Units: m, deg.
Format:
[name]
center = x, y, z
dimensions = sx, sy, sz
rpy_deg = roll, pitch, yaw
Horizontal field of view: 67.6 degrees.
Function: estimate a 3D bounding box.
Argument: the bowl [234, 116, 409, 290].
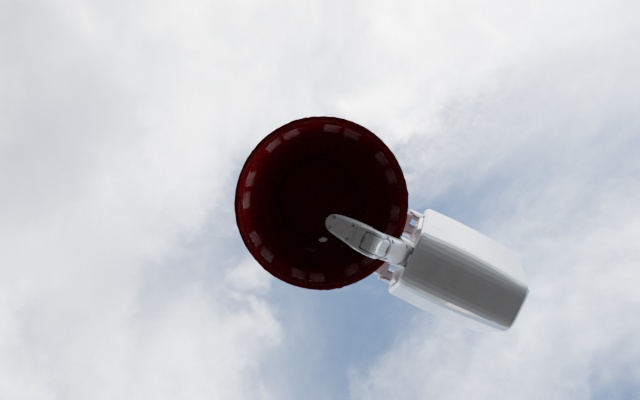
[bowl]
center = -0.001, 0.001, 0.464
dimensions = 0.162, 0.162, 0.055
rpy_deg = 0, 5, -4
